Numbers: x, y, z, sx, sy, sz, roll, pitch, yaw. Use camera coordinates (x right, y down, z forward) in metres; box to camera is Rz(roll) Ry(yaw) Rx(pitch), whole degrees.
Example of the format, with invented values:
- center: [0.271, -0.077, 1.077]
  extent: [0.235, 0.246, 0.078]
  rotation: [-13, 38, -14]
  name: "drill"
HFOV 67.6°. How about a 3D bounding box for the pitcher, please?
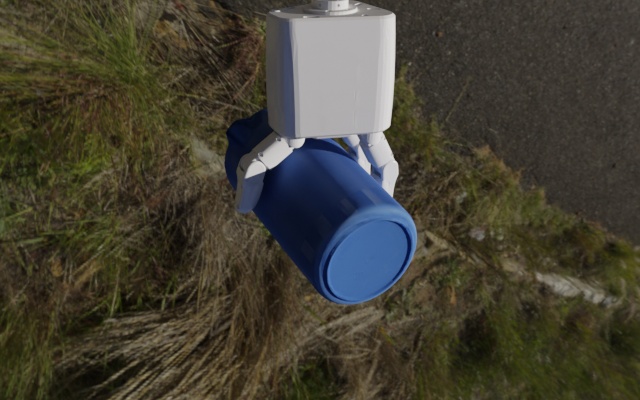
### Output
- center: [0.000, 0.002, 0.520]
  extent: [0.149, 0.145, 0.242]
  rotation: [-13, 34, -22]
  name: "pitcher"
